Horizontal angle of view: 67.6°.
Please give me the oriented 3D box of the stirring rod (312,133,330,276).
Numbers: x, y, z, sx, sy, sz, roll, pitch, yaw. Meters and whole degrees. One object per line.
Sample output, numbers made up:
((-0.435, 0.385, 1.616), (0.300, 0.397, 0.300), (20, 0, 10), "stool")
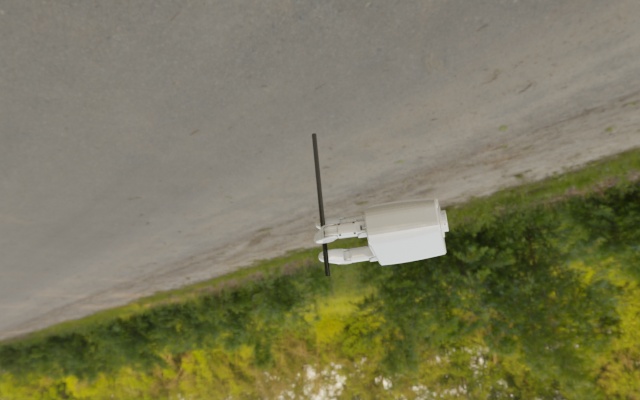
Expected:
((0.000, 0.002, 0.777), (0.011, 0.239, 0.011), (-5, -16, -1), "stirring rod")
